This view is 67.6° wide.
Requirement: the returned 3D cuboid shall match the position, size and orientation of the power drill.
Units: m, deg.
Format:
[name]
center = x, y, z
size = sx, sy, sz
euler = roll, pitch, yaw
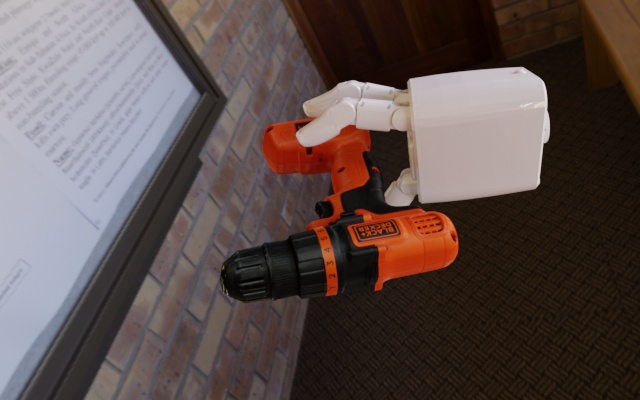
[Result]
[power drill]
center = 0.000, 0.001, 0.416
size = 0.184, 0.057, 0.187
euler = -8, 44, -11
